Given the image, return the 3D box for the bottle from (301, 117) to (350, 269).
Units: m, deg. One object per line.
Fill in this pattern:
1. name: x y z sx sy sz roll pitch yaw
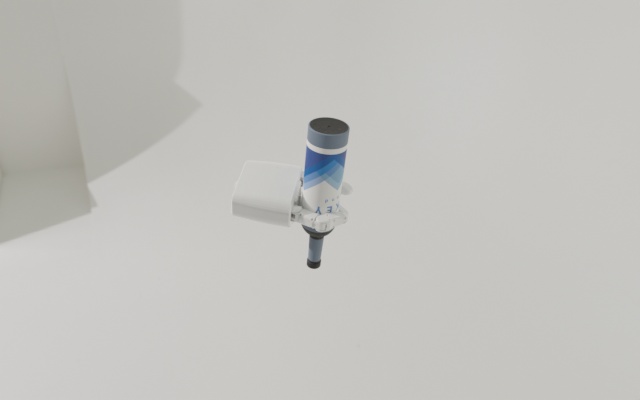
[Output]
1. bottle: 0.000 0.003 0.838 0.069 0.296 0.069 4 34 -3
